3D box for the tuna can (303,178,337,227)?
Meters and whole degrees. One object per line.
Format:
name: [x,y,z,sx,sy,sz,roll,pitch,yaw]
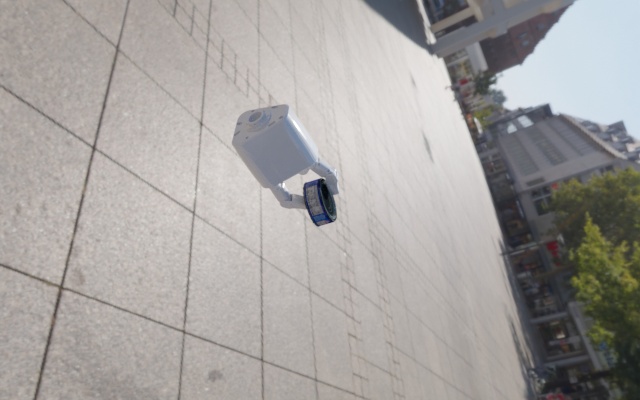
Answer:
tuna can: [0.001,0.003,0.873,0.034,0.086,0.086,-16,-5,16]
